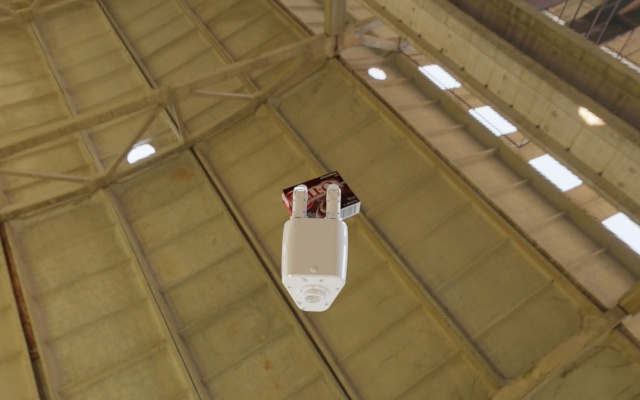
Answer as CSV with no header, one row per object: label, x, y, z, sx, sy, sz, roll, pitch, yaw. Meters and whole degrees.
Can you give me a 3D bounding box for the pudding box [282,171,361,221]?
pudding box,0.000,0.003,0.837,0.113,0.039,0.090,-19,50,-19
